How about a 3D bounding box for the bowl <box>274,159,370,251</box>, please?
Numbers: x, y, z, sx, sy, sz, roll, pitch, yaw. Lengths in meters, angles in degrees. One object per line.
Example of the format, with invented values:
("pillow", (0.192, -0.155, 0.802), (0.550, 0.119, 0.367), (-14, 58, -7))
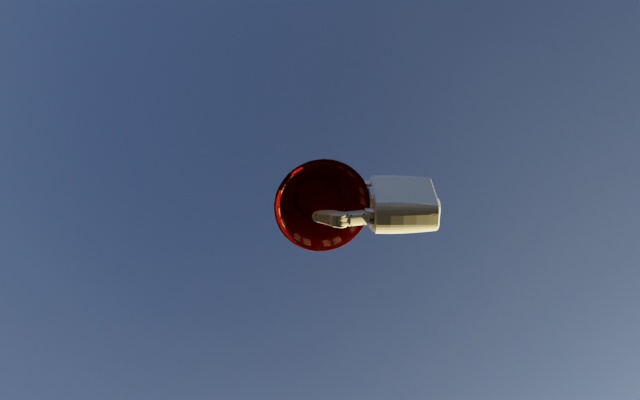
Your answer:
("bowl", (-0.001, 0.002, 0.814), (0.162, 0.162, 0.055), (0, 18, -9))
